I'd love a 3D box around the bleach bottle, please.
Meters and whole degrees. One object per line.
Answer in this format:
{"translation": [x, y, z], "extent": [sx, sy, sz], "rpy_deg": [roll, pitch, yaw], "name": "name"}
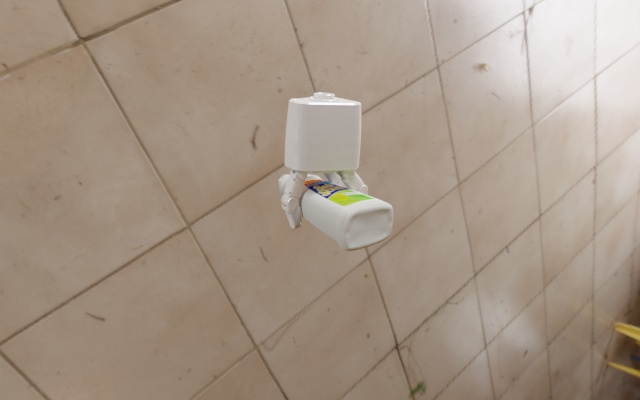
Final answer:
{"translation": [0.000, 0.003, 0.787], "extent": [0.102, 0.068, 0.250], "rpy_deg": [-11, 23, -34], "name": "bleach bottle"}
